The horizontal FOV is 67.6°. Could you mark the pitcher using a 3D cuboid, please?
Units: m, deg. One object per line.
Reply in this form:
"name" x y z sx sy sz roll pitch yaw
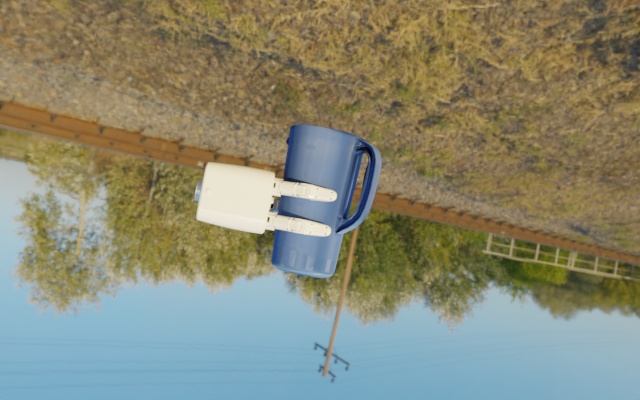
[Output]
"pitcher" 0.000 0.003 0.798 0.145 0.243 0.149 11 -2 -12
